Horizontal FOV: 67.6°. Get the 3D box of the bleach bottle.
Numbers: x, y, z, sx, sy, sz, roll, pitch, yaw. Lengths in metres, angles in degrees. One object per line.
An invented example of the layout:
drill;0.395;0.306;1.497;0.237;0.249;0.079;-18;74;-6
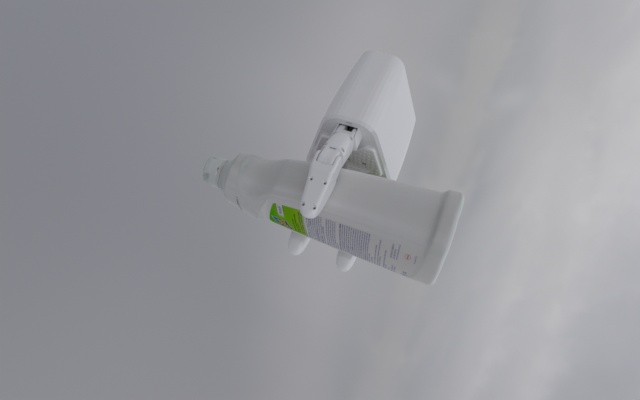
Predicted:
bleach bottle;0.000;0.002;0.461;0.251;0.068;0.103;18;-30;13
